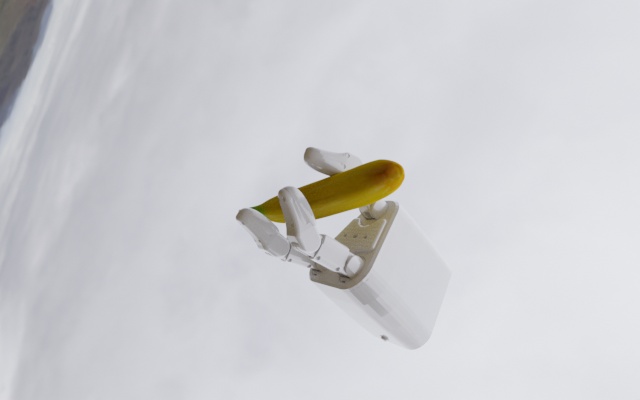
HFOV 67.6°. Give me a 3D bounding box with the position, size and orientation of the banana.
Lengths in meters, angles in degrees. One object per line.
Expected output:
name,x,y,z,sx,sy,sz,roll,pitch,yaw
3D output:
banana,0.009,-0.003,0.440,0.198,0.037,0.069,-18,5,43
